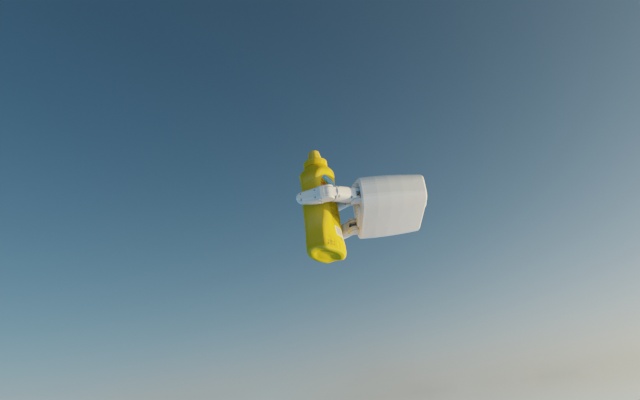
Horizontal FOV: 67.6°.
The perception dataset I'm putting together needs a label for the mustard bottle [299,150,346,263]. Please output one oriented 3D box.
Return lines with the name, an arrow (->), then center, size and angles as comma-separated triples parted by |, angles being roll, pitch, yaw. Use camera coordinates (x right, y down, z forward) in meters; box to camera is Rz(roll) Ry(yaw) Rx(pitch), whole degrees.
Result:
mustard bottle -> 0.000, 0.003, 0.803 | 0.058, 0.191, 0.096 | -15, -24, 18
